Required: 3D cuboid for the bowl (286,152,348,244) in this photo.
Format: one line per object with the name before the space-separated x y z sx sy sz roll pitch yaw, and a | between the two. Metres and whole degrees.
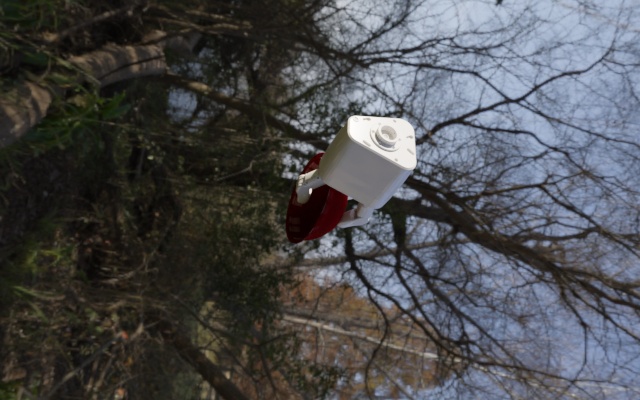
bowl | 0.000 0.003 0.811 0.055 0.162 0.162 20 -8 -23
